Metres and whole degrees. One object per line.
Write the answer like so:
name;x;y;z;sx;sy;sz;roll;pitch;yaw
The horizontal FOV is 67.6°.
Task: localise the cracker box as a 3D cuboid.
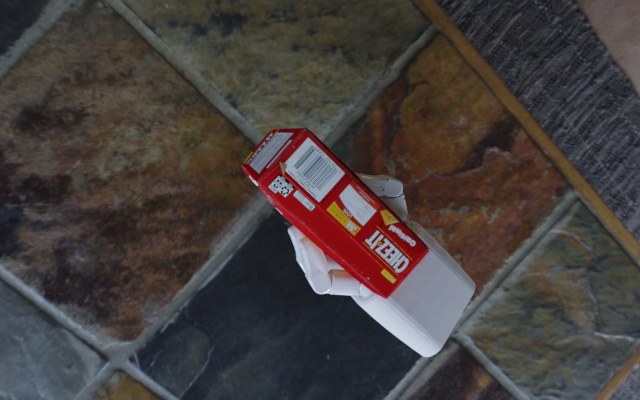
cracker box;0.000;0.002;0.515;0.164;0.072;0.213;43;-3;-15
